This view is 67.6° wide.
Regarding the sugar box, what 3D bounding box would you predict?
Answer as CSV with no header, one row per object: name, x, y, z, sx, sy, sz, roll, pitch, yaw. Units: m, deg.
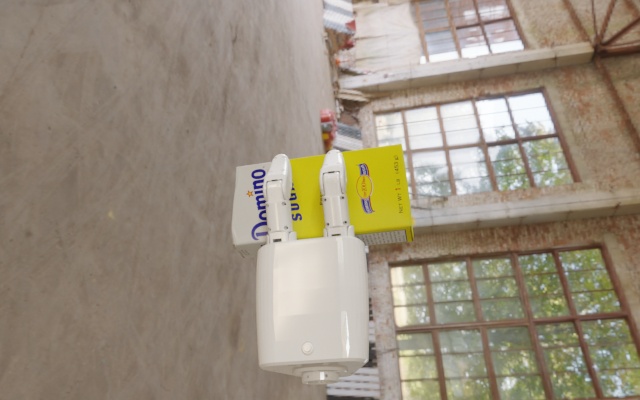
sugar box,0.000,0.001,0.483,0.176,0.093,0.048,-7,-27,9
